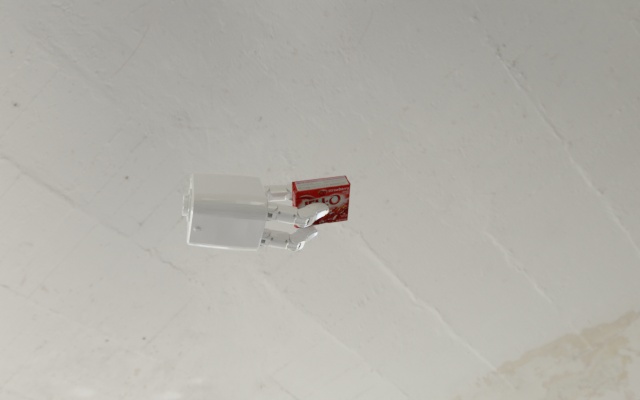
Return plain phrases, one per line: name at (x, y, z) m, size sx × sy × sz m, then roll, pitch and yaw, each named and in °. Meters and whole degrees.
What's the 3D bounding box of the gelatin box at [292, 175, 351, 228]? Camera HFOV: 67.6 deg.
gelatin box at (0.000, 0.002, 0.749) m, size 0.089 × 0.073 × 0.030 m, roll -8°, pitch 39°, yaw -13°
